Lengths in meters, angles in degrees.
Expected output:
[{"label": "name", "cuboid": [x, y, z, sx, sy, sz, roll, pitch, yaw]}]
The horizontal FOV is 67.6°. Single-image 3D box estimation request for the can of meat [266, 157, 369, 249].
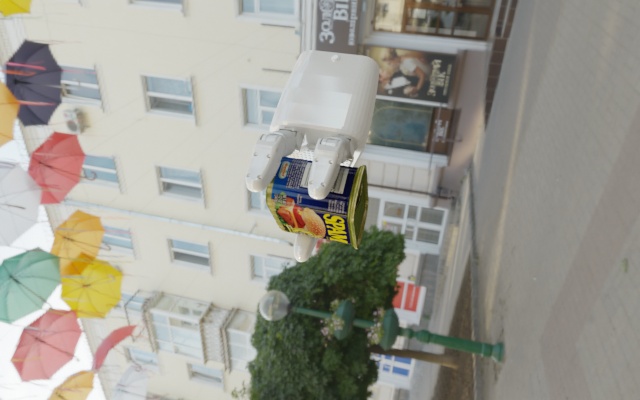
[{"label": "can of meat", "cuboid": [0.000, 0.002, 0.468, 0.084, 0.057, 0.102, 10, -23, 12]}]
